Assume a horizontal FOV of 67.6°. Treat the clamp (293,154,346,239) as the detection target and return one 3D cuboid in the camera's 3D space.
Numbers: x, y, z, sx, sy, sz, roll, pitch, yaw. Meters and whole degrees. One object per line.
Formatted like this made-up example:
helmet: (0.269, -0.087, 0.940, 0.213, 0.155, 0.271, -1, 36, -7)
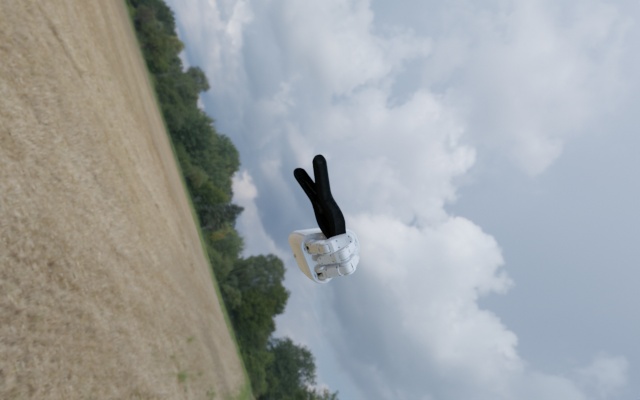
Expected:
clamp: (0.001, 0.003, 0.871, 0.039, 0.171, 0.120, -19, 8, -18)
